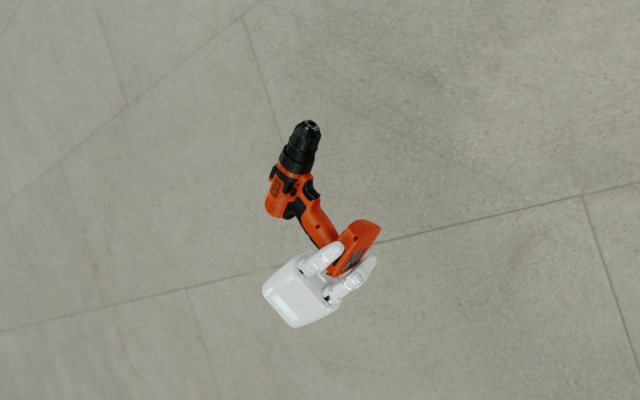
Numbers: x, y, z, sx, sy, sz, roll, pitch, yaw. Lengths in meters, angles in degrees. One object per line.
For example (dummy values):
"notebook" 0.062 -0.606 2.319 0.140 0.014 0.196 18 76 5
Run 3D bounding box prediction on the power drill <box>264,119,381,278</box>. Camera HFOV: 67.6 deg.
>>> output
"power drill" 0.000 0.003 0.688 0.057 0.187 0.185 -22 -29 -37
